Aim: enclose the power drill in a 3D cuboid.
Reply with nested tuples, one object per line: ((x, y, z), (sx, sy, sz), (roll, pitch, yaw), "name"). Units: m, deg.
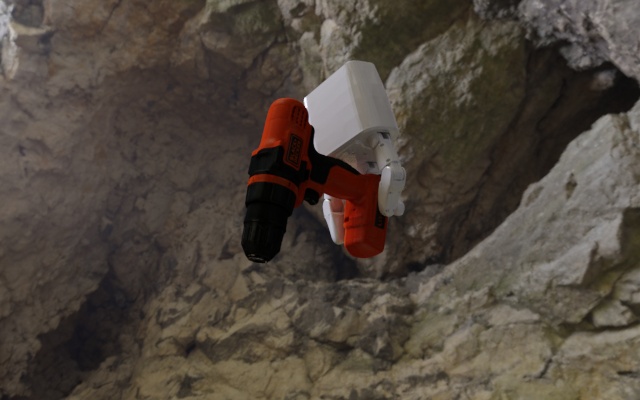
((0.000, 0.002, 0.537), (0.057, 0.184, 0.188), (-11, -30, 43), "power drill")
